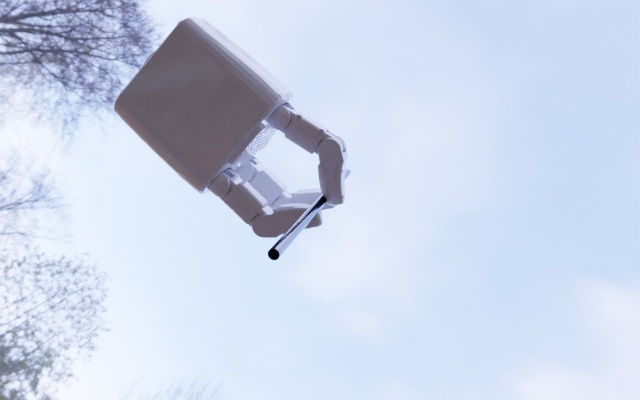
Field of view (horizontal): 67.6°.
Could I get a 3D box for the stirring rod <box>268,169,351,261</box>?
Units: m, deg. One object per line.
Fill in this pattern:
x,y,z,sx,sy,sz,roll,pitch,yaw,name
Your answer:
0.000,0.001,0.406,0.011,0.011,0.239,0,15,14,stirring rod
